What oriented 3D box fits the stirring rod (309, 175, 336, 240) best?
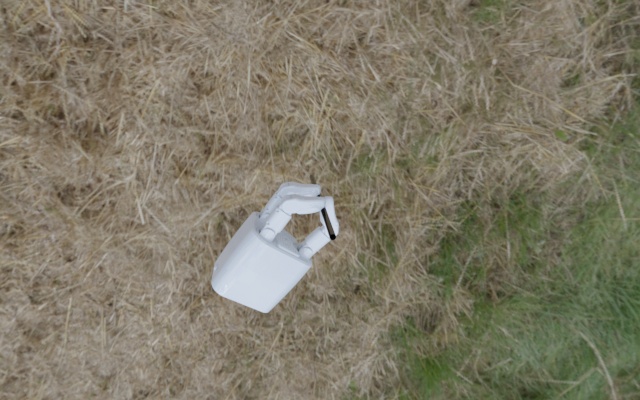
[{"bbox_3d":[0.000,0.002,0.681,0.011,0.011,0.239,0,20,-7],"label":"stirring rod"}]
